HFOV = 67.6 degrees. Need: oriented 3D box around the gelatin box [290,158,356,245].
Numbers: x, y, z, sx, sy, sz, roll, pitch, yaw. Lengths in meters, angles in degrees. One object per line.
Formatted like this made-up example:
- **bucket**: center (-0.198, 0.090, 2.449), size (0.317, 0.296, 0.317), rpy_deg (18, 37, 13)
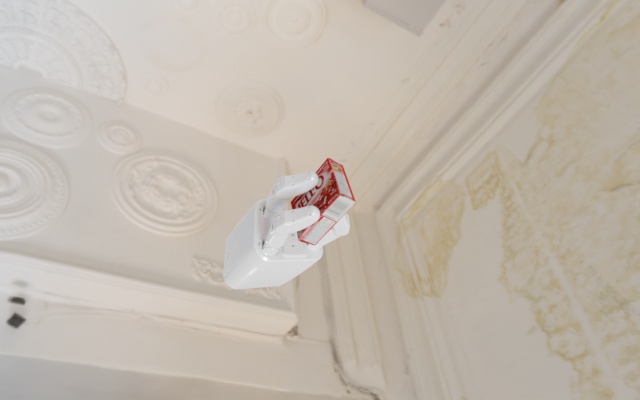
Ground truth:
- **gelatin box**: center (0.001, 0.002, 0.609), size (0.030, 0.073, 0.089), rpy_deg (24, -57, -31)
